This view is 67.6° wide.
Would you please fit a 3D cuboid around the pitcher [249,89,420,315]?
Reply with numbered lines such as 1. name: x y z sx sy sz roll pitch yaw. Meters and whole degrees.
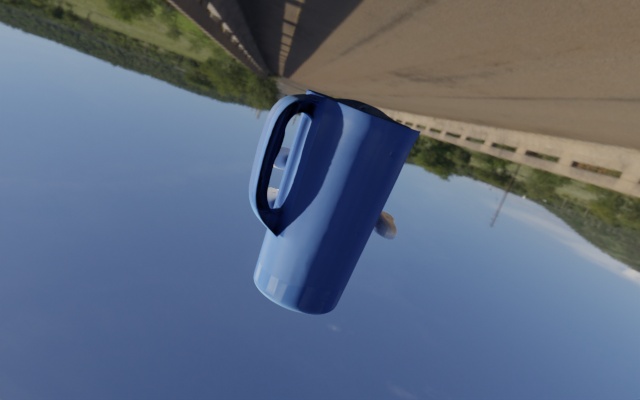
1. pitcher: 0.000 0.002 0.549 0.149 0.243 0.145 23 13 7
